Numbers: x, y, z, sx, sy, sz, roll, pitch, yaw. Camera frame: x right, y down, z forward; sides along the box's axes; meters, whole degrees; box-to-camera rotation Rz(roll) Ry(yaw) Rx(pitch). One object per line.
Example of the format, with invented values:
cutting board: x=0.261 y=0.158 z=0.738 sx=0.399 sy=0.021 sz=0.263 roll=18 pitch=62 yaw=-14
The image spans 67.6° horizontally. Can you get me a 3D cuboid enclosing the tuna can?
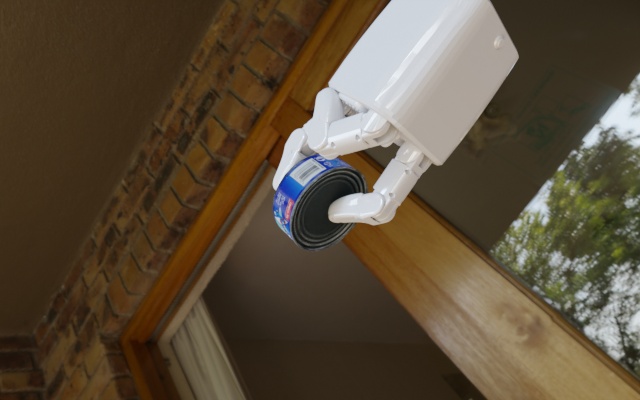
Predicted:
tuna can: x=0.000 y=0.001 z=0.433 sx=0.086 sy=0.086 sz=0.033 roll=0 pitch=29 yaw=-43
